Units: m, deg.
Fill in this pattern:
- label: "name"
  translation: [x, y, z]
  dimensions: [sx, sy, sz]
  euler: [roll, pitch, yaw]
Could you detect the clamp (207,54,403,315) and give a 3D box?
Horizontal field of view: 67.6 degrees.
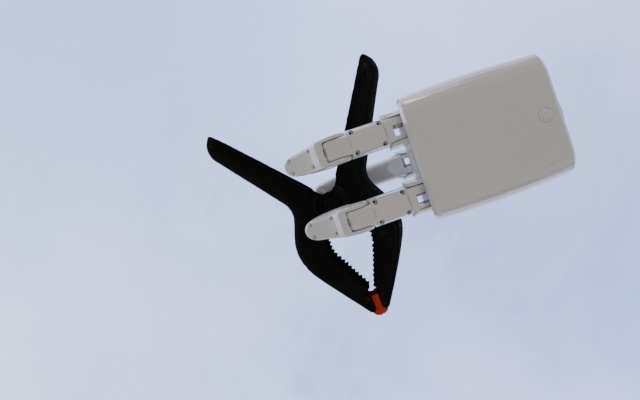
- label: "clamp"
  translation: [0.001, 0.002, 0.413]
  dimensions: [0.164, 0.210, 0.036]
  euler: [-19, 0, 13]
